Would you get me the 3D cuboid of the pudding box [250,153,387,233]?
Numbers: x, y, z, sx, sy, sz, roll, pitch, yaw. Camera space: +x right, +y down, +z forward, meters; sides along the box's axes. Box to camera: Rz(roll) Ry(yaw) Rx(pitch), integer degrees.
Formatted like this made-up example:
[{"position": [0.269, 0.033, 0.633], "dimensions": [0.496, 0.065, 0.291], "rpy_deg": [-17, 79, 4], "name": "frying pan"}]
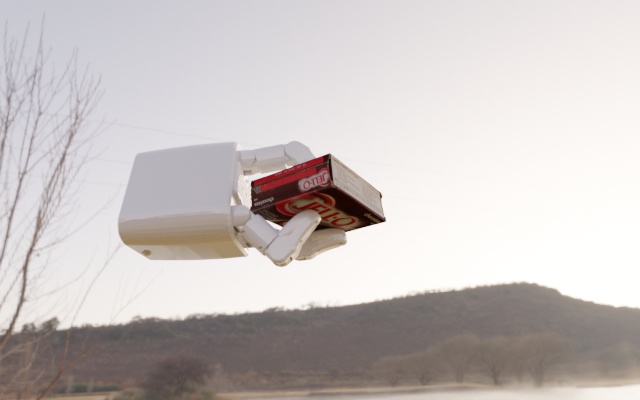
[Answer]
[{"position": [0.000, 0.001, 0.467], "dimensions": [0.090, 0.039, 0.113], "rpy_deg": [-16, -24, 28], "name": "pudding box"}]
